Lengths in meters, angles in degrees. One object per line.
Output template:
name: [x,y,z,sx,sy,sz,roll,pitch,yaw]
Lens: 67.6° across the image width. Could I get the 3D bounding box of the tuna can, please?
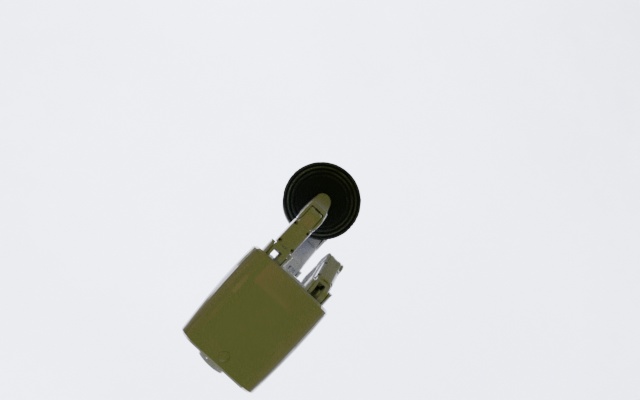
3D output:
tuna can: [0.000,0.002,0.534,0.086,0.086,0.034,0,-6,-7]
